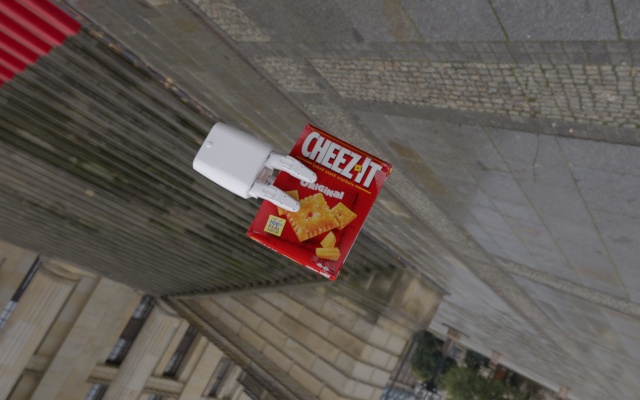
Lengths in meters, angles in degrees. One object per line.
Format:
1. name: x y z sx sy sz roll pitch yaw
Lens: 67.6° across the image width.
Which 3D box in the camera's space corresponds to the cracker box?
1. cracker box: 0.000 0.003 0.802 0.164 0.213 0.072 27 -9 5
